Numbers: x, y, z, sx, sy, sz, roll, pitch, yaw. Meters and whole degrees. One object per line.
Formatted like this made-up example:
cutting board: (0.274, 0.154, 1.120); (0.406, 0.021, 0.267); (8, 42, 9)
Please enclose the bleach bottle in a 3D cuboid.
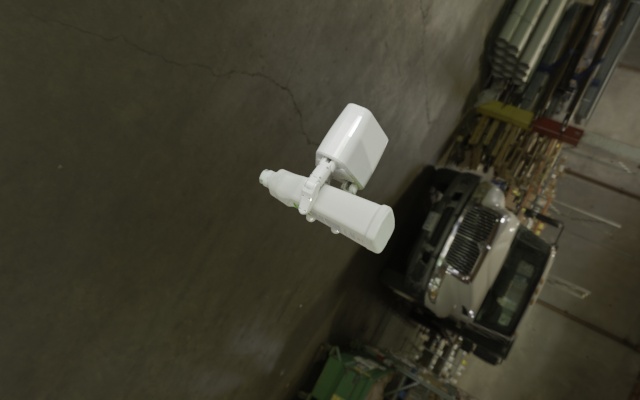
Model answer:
bleach bottle: (0.000, 0.003, 0.817); (0.251, 0.068, 0.103); (25, -15, 22)
